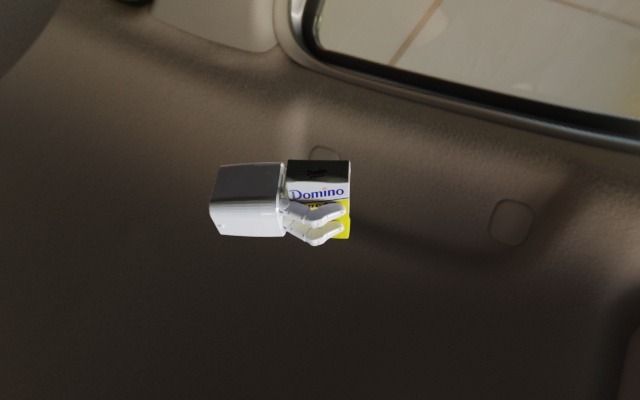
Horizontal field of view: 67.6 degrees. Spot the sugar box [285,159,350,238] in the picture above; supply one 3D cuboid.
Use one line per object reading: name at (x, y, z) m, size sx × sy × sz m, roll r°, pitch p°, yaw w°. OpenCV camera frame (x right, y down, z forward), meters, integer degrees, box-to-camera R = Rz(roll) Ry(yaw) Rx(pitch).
sugar box at (0.000, 0.003, 0.751) m, size 0.093 × 0.048 × 0.176 m, roll 1°, pitch -28°, yaw 4°
